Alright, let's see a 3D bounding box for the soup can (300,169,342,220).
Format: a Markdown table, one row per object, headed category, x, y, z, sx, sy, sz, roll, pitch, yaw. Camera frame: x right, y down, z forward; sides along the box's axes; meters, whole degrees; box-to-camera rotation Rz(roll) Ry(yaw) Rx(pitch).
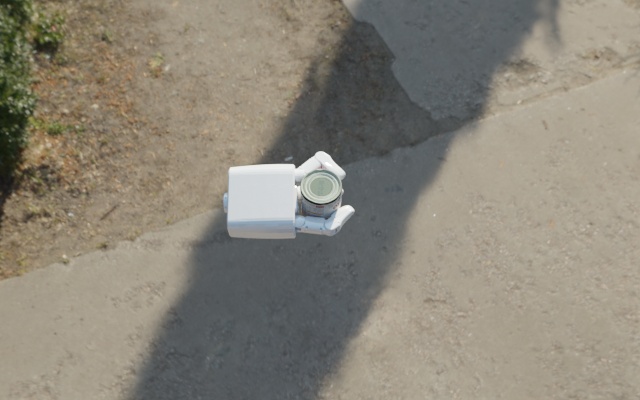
| category | x | y | z | sx | sy | sz | roll | pitch | yaw |
| --- | --- | --- | --- | --- | --- | --- | --- | --- | --- |
| soup can | 0.001 | 0.003 | 0.782 | 0.068 | 0.068 | 0.102 | 0 | -31 | -1 |
